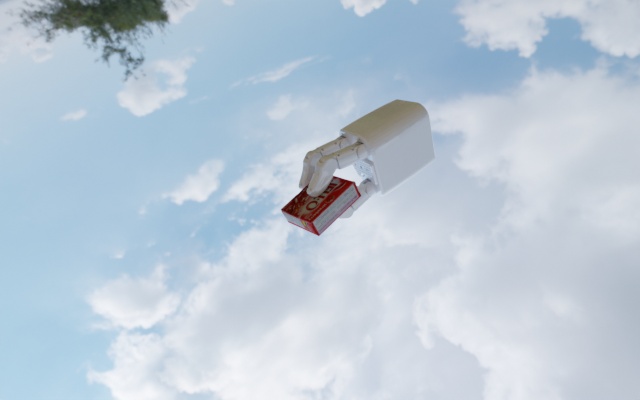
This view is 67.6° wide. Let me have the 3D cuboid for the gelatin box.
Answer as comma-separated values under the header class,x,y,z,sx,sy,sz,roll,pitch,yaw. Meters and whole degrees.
class,x,y,z,sx,sy,sz,roll,pitch,yaw
gelatin box,0.000,0.003,0.664,0.089,0.030,0.073,-43,36,-21
